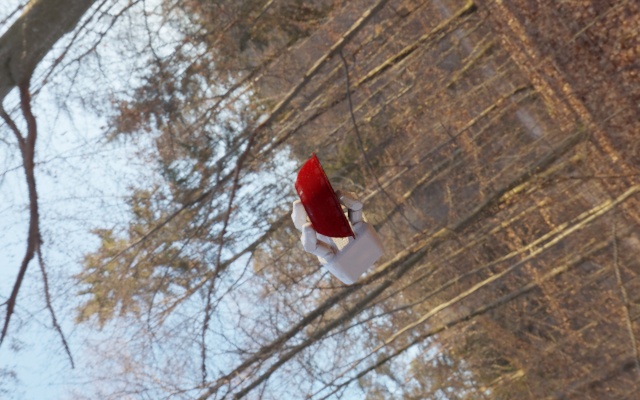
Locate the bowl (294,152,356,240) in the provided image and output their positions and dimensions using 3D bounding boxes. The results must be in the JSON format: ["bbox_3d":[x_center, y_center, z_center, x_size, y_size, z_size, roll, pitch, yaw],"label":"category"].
[{"bbox_3d":[-0.001,0.002,0.797,0.055,0.162,0.162,-25,0,0],"label":"bowl"}]
